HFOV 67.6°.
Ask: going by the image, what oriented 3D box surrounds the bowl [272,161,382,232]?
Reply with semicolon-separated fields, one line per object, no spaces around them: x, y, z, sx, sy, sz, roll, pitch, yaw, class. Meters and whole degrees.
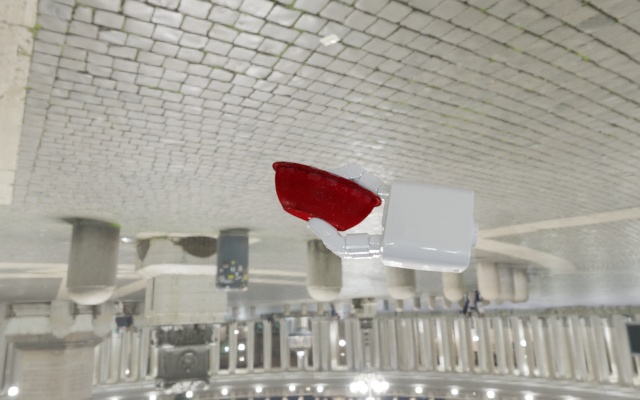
-0.001;0.002;0.660;0.162;0.055;0.162;20;-9;3;bowl
